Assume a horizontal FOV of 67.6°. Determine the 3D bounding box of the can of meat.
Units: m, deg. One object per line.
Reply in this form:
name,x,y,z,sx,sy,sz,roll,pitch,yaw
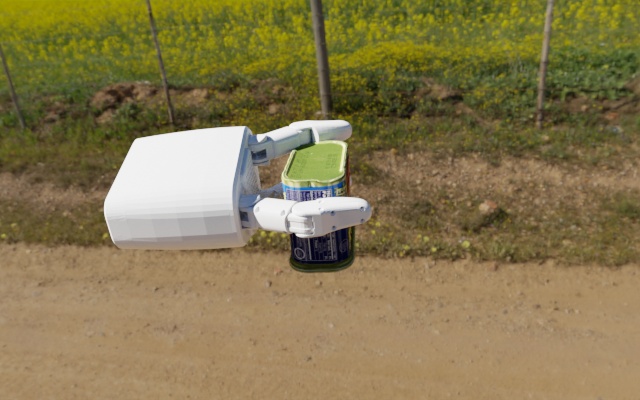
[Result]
can of meat,0.000,0.001,0.426,0.057,0.084,0.102,-2,26,6
